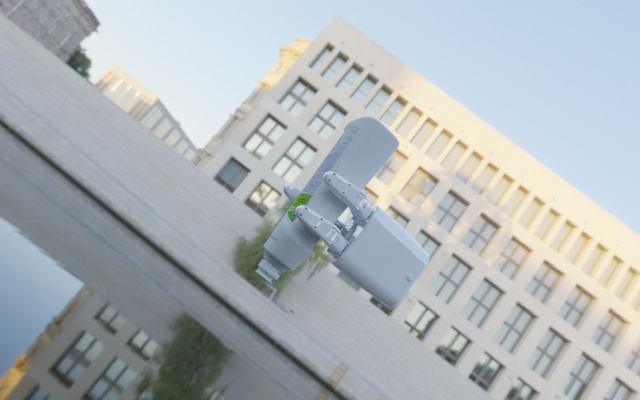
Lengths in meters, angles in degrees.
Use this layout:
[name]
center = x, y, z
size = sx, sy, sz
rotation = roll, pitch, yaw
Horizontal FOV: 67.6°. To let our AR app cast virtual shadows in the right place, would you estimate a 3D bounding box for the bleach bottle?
[bleach bottle]
center = 0.000, 0.002, 0.645
size = 0.068, 0.251, 0.102
rotation = 41, -10, -13
